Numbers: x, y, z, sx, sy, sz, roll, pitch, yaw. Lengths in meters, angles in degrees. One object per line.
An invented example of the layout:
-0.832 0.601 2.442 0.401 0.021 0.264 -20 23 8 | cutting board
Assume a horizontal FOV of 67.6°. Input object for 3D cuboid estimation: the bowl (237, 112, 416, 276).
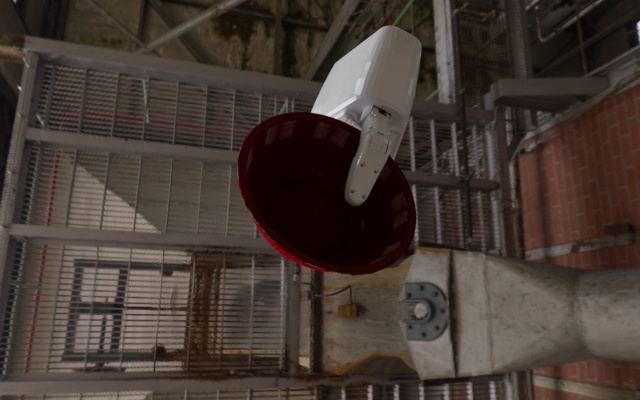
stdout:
-0.001 0.002 0.412 0.162 0.162 0.055 0 -33 -29 | bowl
